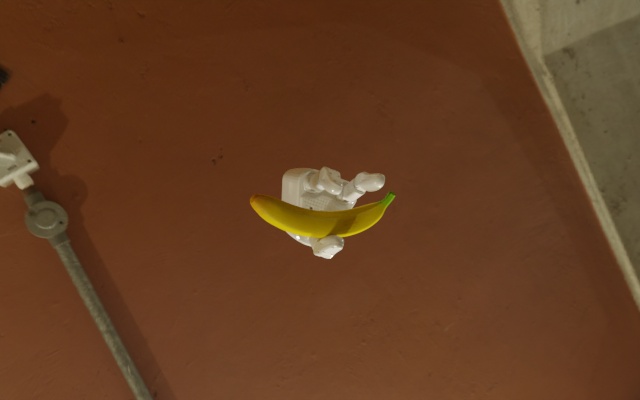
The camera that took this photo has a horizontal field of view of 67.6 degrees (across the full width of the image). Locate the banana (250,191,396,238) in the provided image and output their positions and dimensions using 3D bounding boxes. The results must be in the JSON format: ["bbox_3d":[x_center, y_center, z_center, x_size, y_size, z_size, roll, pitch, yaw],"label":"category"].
[{"bbox_3d":[0.002,0.020,0.646,0.198,0.070,0.037,-3,20,-16],"label":"banana"}]
